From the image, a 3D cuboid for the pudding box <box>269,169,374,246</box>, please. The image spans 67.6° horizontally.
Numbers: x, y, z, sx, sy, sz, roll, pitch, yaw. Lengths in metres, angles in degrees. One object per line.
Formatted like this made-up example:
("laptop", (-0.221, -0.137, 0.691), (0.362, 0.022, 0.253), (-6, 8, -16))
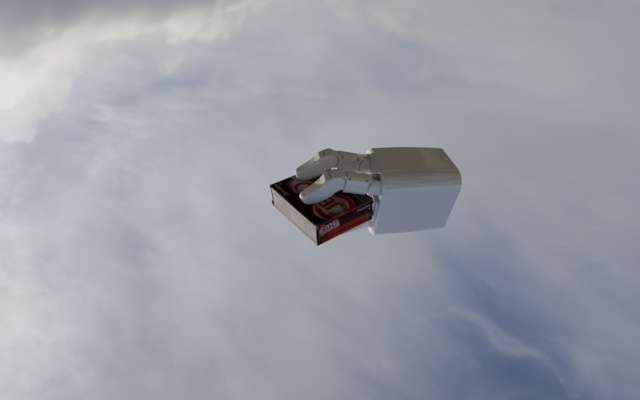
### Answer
("pudding box", (0.000, 0.002, 0.629), (0.090, 0.039, 0.113), (-23, 39, -28))
